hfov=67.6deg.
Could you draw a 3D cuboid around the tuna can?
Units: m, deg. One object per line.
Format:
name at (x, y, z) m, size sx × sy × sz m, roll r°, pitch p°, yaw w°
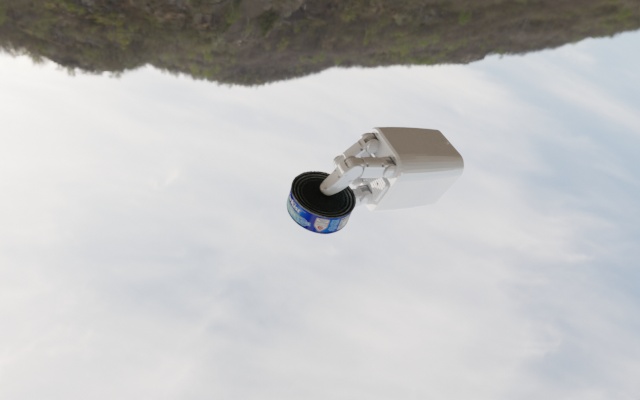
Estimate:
tuna can at (0.000, 0.002, 0.615) m, size 0.086 × 0.034 × 0.086 m, roll 12°, pitch 41°, yaw -10°
